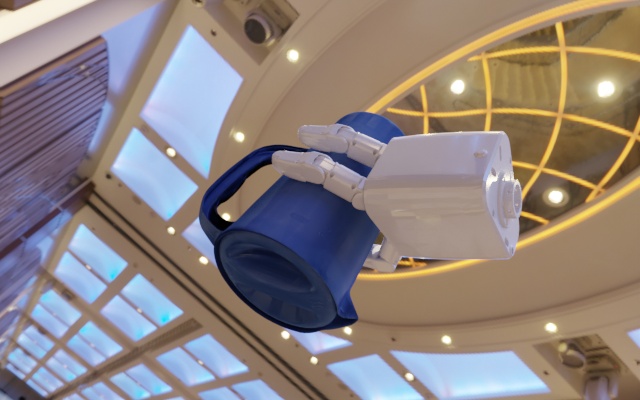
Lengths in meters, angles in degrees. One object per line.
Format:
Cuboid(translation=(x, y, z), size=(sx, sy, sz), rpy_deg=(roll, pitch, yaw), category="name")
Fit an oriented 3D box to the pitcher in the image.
Cuboid(translation=(0.000, 0.002, 0.510), size=(0.145, 0.149, 0.242), rpy_deg=(-1, 37, 36), category="pitcher")
